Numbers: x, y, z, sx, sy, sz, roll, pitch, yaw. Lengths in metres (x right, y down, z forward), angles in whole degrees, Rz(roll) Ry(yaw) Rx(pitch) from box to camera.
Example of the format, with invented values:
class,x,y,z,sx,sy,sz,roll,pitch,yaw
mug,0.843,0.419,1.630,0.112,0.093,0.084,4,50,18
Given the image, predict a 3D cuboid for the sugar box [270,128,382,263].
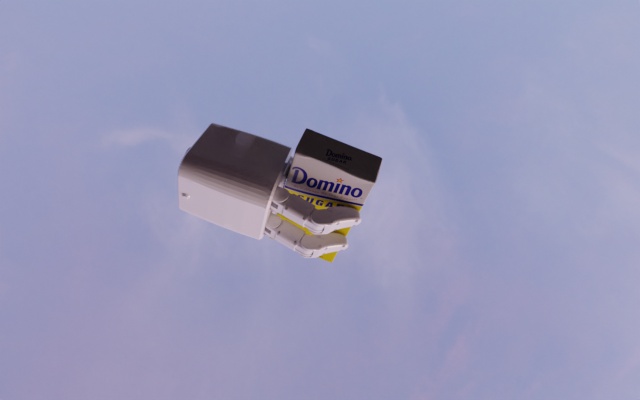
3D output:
class,x,y,z,sx,sy,sz,roll,pitch,yaw
sugar box,0.000,0.002,0.572,0.093,0.048,0.176,21,-36,0
